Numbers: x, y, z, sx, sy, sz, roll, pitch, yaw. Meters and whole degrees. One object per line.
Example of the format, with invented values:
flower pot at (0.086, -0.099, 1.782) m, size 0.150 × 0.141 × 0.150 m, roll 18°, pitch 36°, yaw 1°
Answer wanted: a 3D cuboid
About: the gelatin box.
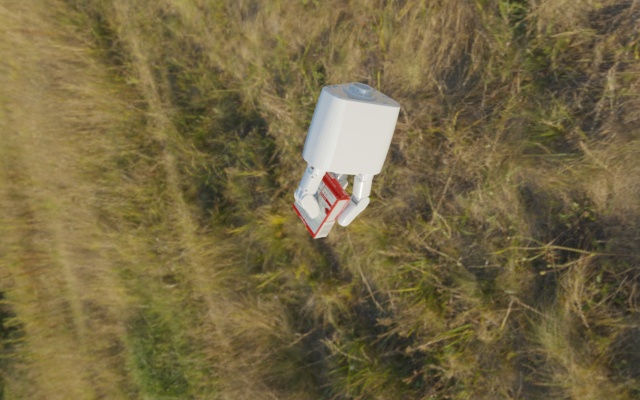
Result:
gelatin box at (0.000, 0.003, 0.743) m, size 0.030 × 0.089 × 0.073 m, roll -5°, pitch 48°, yaw -42°
